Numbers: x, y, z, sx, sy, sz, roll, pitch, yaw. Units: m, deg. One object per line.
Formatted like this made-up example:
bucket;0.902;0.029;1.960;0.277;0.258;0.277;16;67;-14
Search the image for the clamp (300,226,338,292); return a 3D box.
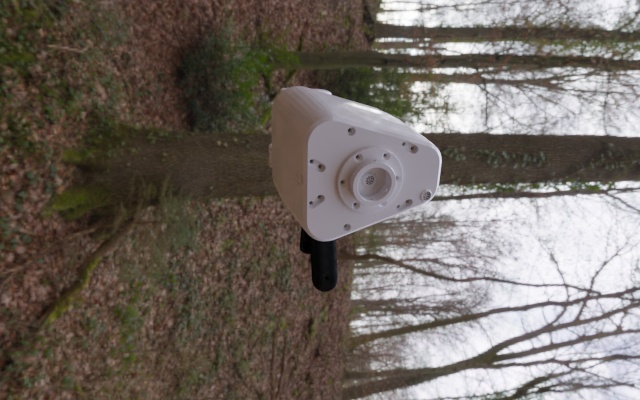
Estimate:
clamp;0.001;0.001;0.478;0.039;0.171;0.120;-5;23;-14
